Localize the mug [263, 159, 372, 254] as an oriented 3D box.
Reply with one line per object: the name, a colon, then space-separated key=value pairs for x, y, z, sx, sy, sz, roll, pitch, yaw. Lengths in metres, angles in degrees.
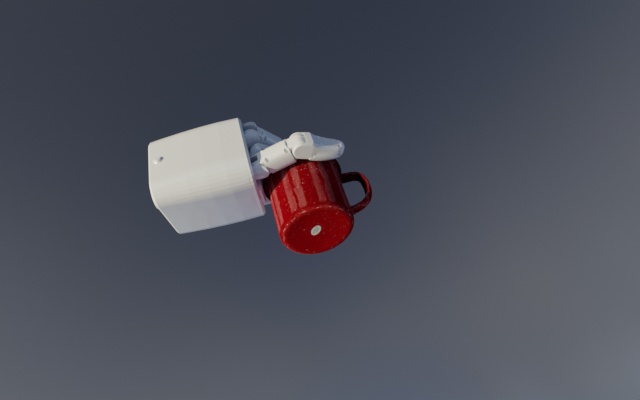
mug: x=0.002 y=0.002 z=0.528 sx=0.117 sy=0.081 sz=0.093 roll=-14 pitch=-42 yaw=-5
